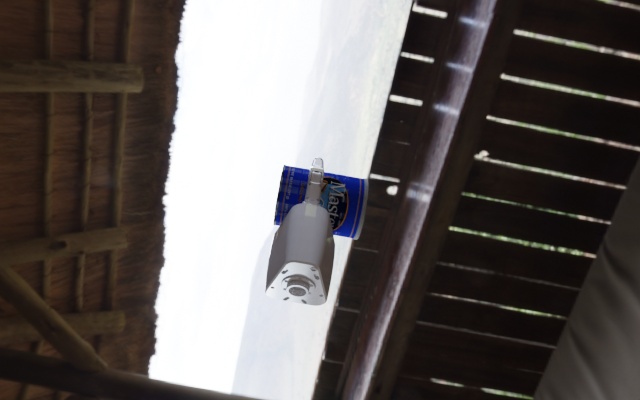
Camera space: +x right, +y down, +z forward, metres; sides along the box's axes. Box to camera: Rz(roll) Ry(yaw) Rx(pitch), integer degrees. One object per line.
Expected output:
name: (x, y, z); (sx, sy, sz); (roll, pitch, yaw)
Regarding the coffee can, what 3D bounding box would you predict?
coffee can: (0.000, 0.002, 0.786); (0.140, 0.103, 0.103); (10, -1, -3)
